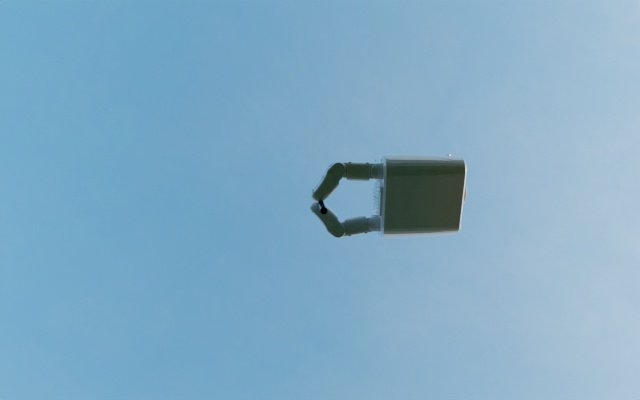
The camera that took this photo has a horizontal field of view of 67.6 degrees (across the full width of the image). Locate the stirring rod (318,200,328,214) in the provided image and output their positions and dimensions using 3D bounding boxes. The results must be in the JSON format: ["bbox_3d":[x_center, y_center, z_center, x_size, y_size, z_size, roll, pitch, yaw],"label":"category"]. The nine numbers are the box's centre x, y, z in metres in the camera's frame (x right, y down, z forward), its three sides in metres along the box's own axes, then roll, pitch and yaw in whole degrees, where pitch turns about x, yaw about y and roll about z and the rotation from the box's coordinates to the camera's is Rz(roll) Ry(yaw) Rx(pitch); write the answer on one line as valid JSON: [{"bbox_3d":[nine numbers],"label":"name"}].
[{"bbox_3d":[0.000,0.002,0.626,0.011,0.011,0.239,0,4,-2],"label":"stirring rod"}]
